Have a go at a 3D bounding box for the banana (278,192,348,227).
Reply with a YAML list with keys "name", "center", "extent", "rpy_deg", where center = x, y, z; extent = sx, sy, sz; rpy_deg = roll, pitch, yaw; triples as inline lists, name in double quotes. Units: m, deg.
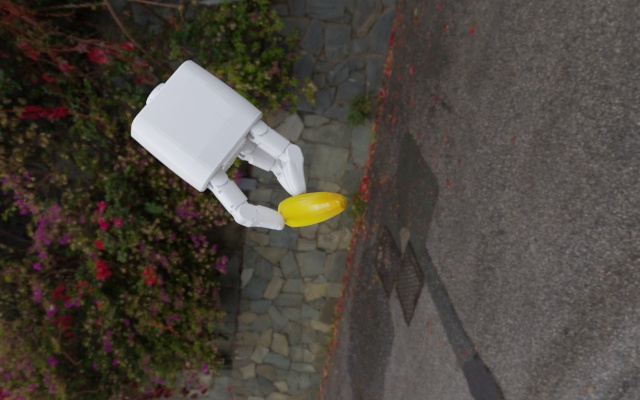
- name: "banana"
  center: [-0.018, 0.009, 0.586]
  extent: [0.069, 0.037, 0.198]
  rpy_deg: [-21, 2, -7]
